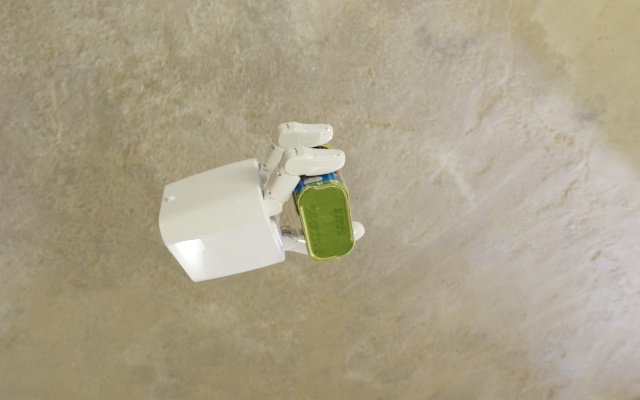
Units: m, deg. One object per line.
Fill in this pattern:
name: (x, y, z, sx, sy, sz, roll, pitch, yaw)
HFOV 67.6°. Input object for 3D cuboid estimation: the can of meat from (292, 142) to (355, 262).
can of meat: (0.000, 0.002, 0.510, 0.057, 0.102, 0.084, -13, 35, -3)
